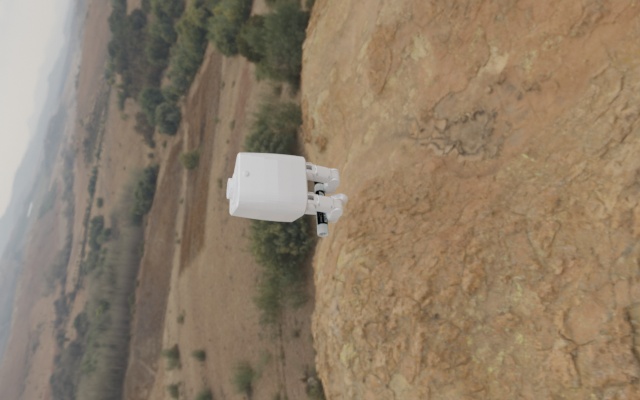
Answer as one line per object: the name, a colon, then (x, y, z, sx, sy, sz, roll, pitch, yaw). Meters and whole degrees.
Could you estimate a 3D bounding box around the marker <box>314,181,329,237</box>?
marker: (0.000, 0.003, 0.802, 0.020, 0.121, 0.020, -4, -29, -2)
